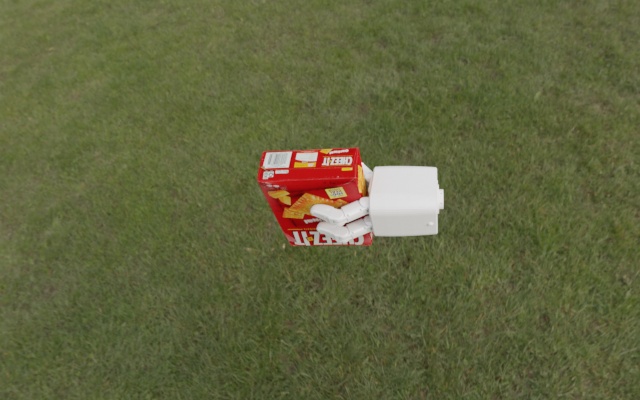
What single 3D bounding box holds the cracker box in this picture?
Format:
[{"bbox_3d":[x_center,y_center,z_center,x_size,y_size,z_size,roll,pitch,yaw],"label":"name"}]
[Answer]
[{"bbox_3d":[0.000,0.002,0.837,0.164,0.072,0.214,-1,-35,13],"label":"cracker box"}]
